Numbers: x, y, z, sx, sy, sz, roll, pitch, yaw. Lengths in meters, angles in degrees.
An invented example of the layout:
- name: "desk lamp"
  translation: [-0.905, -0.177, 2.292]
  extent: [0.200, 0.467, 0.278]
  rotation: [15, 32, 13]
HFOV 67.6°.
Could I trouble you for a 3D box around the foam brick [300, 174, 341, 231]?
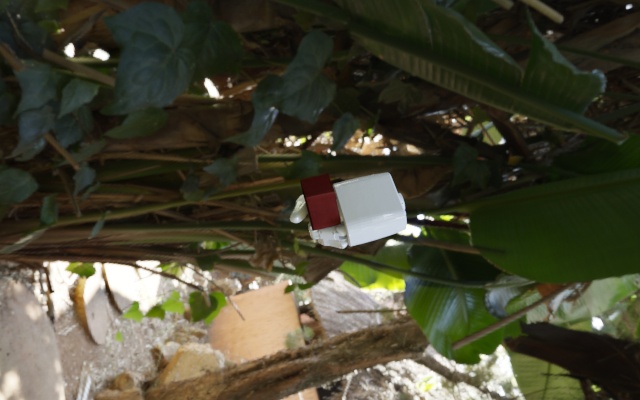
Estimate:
- name: "foam brick"
  translation: [0.000, 0.003, 0.813]
  extent: [0.051, 0.078, 0.053]
  rotation: [-14, 40, -1]
